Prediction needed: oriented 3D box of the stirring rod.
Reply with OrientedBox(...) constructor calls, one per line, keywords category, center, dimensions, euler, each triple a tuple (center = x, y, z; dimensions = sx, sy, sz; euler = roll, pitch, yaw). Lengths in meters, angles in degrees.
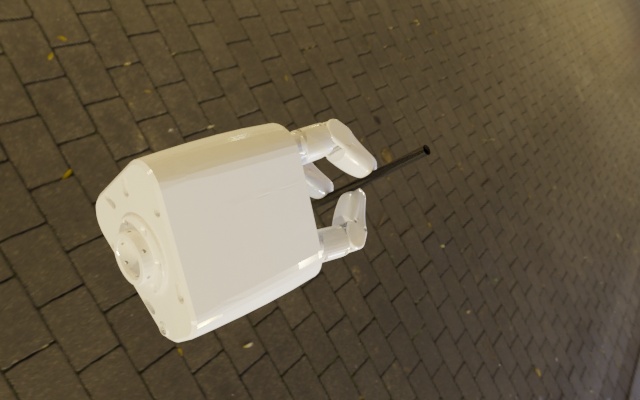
OrientedBox(category="stirring rod", center=(0.000, 0.002, 0.427), dimensions=(0.011, 0.011, 0.239), euler=(0, -18, -42))
